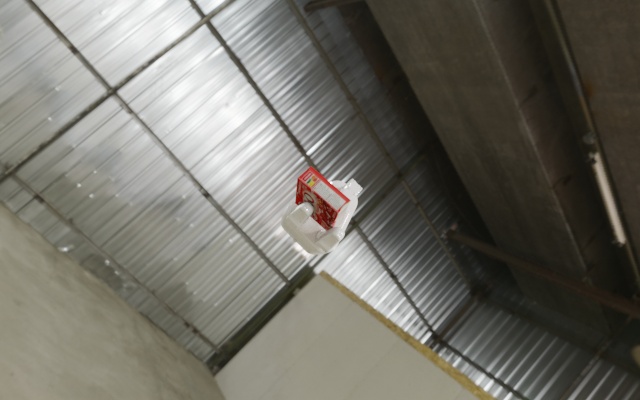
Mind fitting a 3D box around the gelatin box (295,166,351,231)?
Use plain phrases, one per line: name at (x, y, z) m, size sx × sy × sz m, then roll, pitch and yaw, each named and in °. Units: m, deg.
gelatin box at (0.000, 0.002, 0.667) m, size 0.073 × 0.030 × 0.089 m, roll 41°, pitch -21°, yaw 11°
